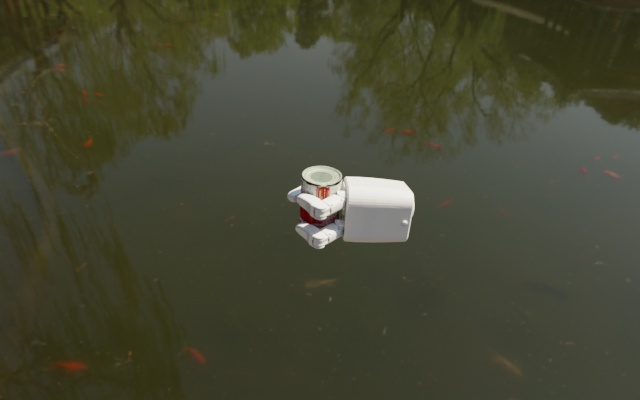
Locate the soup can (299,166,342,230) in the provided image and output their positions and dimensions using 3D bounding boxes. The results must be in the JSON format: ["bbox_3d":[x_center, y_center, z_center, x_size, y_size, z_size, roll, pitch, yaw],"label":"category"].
[{"bbox_3d":[0.000,0.002,0.788,0.068,0.102,0.068,3,31,-2],"label":"soup can"}]
